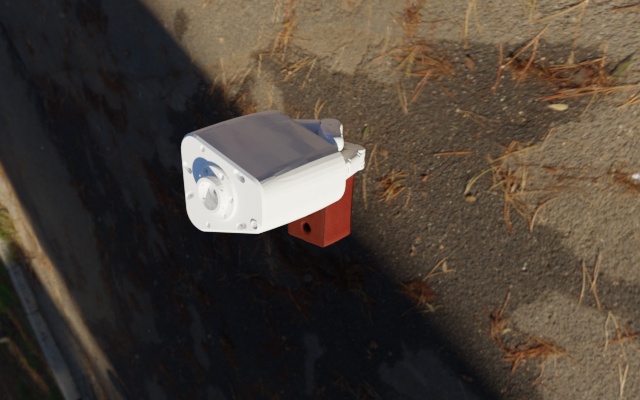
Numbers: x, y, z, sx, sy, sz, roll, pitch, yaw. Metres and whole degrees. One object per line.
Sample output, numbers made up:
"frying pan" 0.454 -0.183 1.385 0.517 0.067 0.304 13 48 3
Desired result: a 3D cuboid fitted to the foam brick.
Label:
"foam brick" 0.000 0.002 0.514 0.053 0.078 0.051 18 28 34
